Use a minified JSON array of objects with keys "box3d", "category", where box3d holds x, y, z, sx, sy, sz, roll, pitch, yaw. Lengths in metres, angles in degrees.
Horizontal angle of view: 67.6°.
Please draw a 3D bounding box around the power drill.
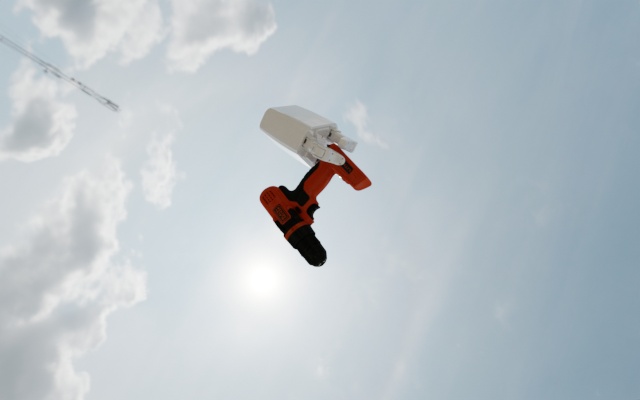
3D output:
[{"box3d":[0.000,0.002,0.871,0.187,0.184,0.057,-41,-21,3],"category":"power drill"}]
